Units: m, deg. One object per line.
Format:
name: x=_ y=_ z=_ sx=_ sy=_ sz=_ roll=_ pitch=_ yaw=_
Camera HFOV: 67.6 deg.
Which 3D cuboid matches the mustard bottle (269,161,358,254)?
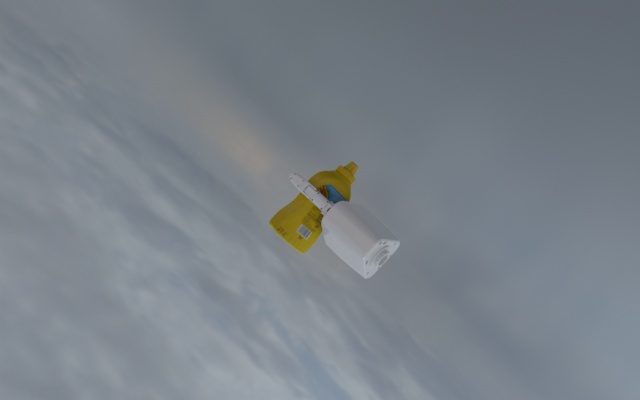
mustard bottle: x=0.000 y=0.003 z=0.887 sx=0.096 sy=0.191 sz=0.058 roll=44 pitch=-2 yaw=-38
